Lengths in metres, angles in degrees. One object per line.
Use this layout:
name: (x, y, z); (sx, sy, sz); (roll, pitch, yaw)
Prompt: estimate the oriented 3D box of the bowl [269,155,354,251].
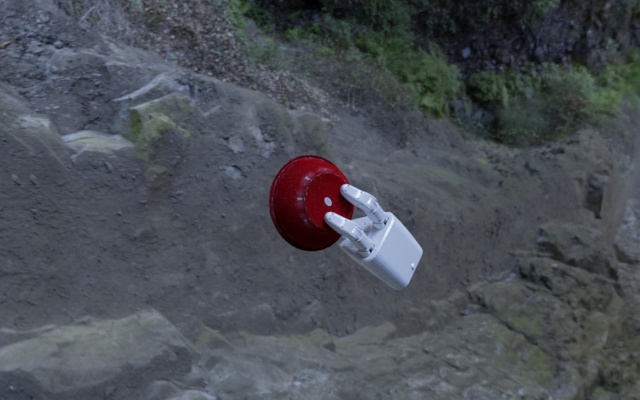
bowl: (-0.001, 0.002, 0.773); (0.162, 0.162, 0.055); (0, -3, -32)
